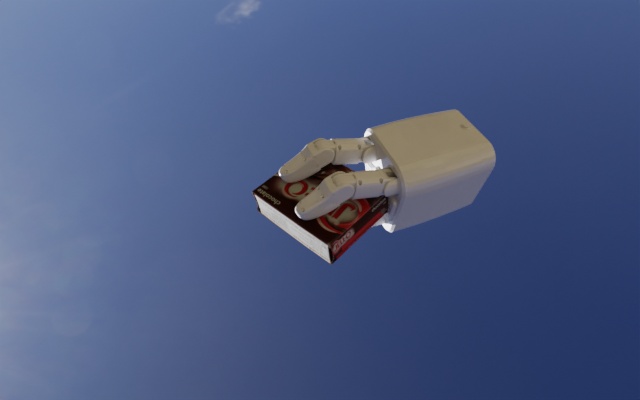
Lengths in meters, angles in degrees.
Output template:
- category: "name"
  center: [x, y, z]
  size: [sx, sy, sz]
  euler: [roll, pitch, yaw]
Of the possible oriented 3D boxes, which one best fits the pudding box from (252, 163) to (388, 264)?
- category: "pudding box"
  center: [0.000, 0.002, 0.497]
  size: [0.113, 0.039, 0.090]
  euler: [31, 57, 32]
